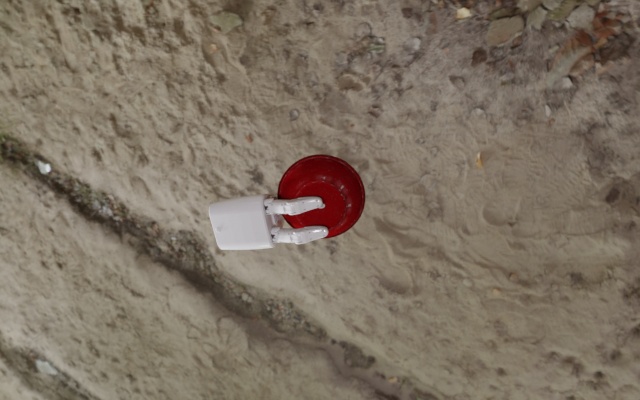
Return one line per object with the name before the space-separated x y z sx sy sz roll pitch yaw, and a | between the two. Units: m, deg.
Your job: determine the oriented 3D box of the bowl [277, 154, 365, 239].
bowl | 0.001 0.002 0.845 0.162 0.162 0.055 0 19 3
